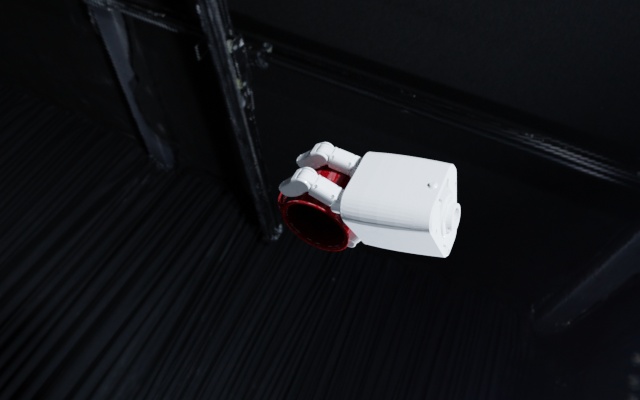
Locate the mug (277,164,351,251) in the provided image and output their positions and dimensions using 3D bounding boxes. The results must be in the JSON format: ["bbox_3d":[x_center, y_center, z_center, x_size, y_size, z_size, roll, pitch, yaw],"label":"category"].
[{"bbox_3d":[-0.001,0.002,0.614,0.117,0.081,0.093,11,-37,29],"label":"mug"}]
